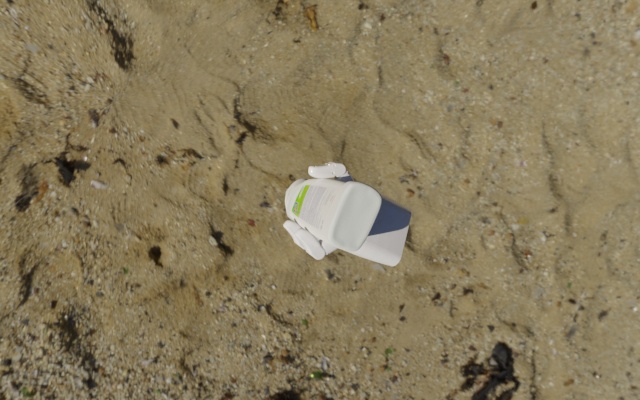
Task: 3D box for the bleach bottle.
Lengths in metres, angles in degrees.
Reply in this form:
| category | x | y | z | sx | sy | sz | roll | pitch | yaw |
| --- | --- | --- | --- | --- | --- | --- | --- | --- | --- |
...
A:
| category | x | y | z | sx | sy | sz | roll | pitch | yaw |
| --- | --- | --- | --- | --- | --- | --- | --- | --- | --- |
| bleach bottle | 0.000 | 0.003 | 0.778 | 0.068 | 0.102 | 0.250 | 23 | 1 | -25 |
